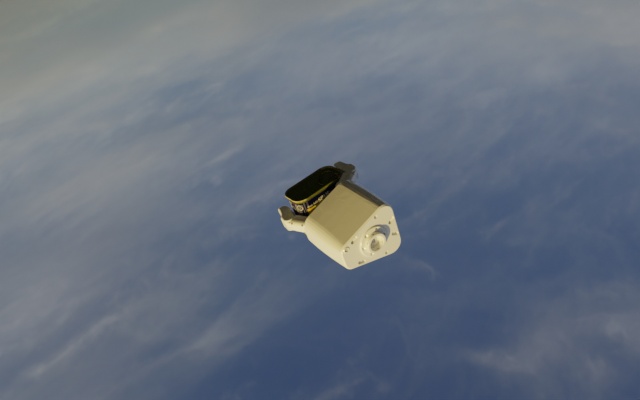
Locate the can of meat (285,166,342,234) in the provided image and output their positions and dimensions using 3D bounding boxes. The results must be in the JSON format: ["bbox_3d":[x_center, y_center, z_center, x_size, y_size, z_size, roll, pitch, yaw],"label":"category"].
[{"bbox_3d":[0.000,0.003,0.829,0.102,0.084,0.057,-35,35,-20],"label":"can of meat"}]
